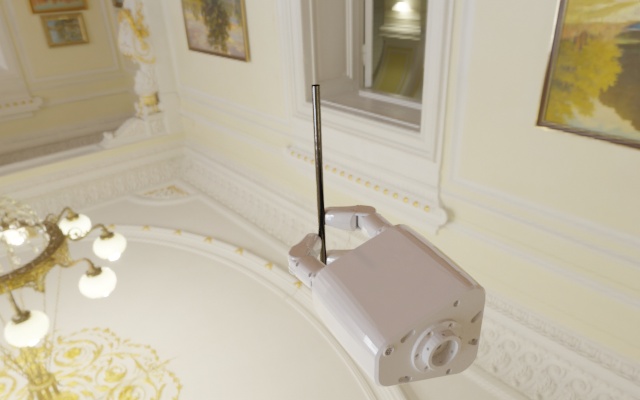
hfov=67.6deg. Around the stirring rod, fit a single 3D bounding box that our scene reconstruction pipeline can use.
[{"bbox_3d":[0.000,0.002,0.492,0.011,0.240,0.011,-2,27,1],"label":"stirring rod"}]
